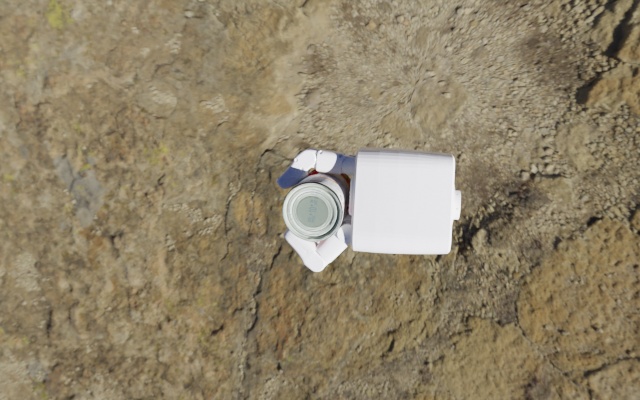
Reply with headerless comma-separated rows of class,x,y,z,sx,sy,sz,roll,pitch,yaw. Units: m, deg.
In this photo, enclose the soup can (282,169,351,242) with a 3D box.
soup can,0.000,0.002,0.553,0.068,0.068,0.102,0,13,11
